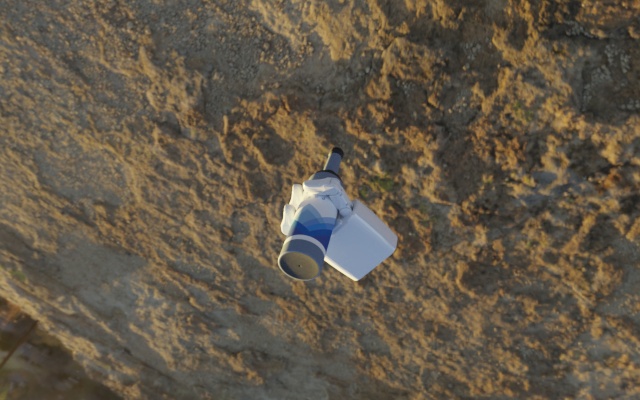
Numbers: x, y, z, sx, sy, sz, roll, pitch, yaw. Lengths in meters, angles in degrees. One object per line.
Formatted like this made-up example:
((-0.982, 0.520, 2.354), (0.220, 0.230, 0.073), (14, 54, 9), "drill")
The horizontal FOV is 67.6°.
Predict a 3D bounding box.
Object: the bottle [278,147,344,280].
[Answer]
((0.000, 0.003, 0.819), (0.069, 0.069, 0.295), (0, 41, 16), "bottle")
